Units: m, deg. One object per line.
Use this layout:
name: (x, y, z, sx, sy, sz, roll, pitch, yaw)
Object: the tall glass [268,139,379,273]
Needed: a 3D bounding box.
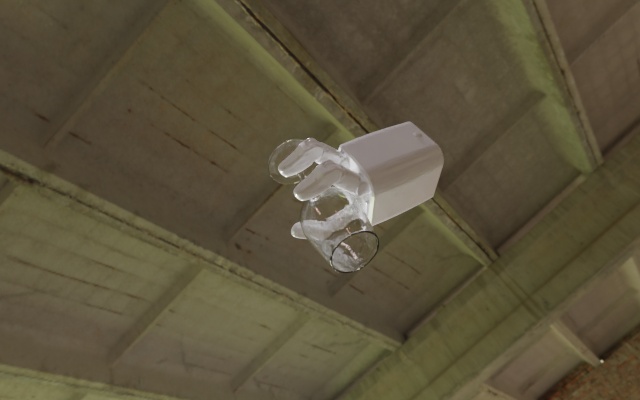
tall glass: (0.000, 0.002, 0.607, 0.079, 0.079, 0.201, 0, 35, -29)
